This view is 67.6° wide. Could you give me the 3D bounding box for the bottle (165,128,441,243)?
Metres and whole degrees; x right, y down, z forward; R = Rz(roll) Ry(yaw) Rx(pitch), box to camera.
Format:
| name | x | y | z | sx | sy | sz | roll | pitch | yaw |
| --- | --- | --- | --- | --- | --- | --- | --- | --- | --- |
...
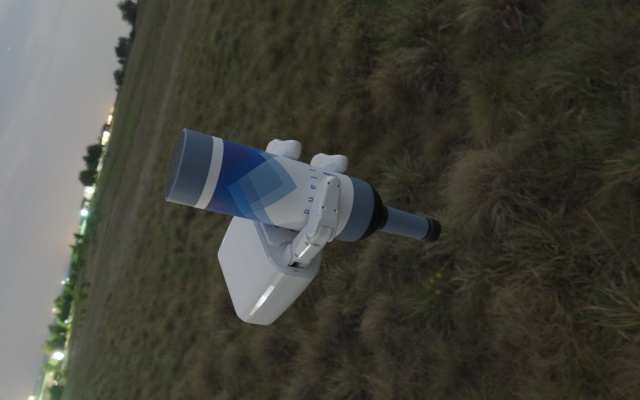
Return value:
| name | x | y | z | sx | sy | sz | roll | pitch | yaw |
| --- | --- | --- | --- | --- | --- | --- | --- | --- | --- |
| bottle | 0.000 | 0.001 | 0.485 | 0.296 | 0.069 | 0.069 | 15 | -6 | -25 |
